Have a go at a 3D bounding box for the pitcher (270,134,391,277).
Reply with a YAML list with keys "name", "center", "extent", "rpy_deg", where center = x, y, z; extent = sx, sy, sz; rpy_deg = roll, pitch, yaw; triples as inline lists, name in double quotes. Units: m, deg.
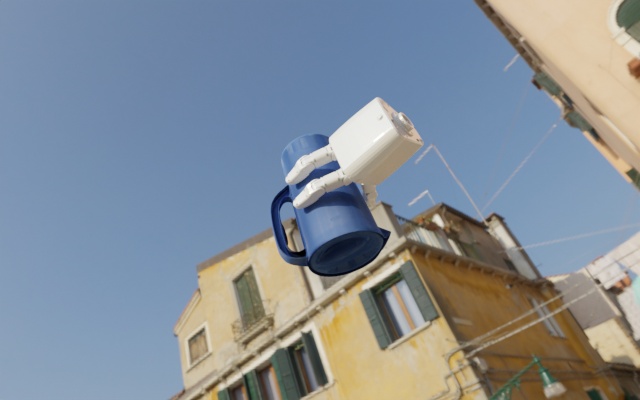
- name: "pitcher"
  center: [0.000, 0.003, 0.832]
  extent: [0.145, 0.242, 0.149]
  rpy_deg: [-41, -39, 25]
